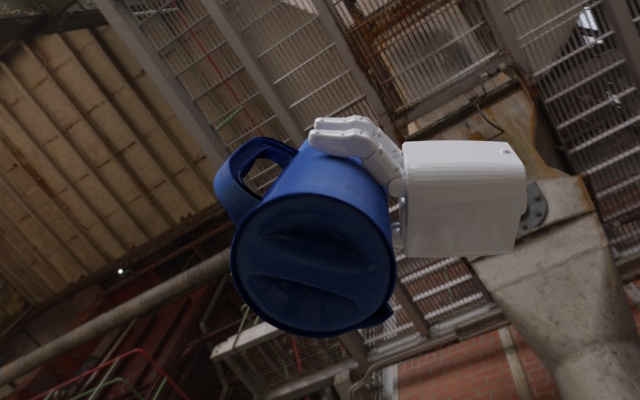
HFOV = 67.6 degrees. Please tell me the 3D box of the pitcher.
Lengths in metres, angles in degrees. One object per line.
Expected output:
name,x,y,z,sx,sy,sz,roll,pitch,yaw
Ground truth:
pitcher,0.000,0.002,0.474,0.145,0.149,0.242,-2,24,9
